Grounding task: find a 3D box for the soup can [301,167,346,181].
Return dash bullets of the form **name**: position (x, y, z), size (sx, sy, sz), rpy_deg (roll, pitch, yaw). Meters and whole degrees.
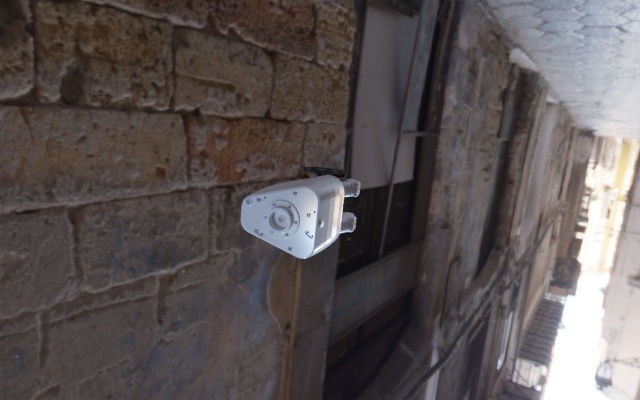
- **soup can**: position (0.000, 0.003, 0.744), size (0.068, 0.102, 0.068), rpy_deg (5, 10, -1)
